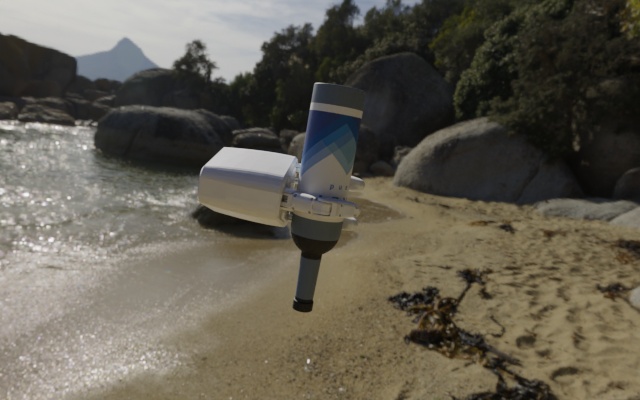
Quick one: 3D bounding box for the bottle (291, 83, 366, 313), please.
[{"bbox_3d":[0.000,0.002,0.621,0.069,0.296,0.069,10,8,-1],"label":"bottle"}]
